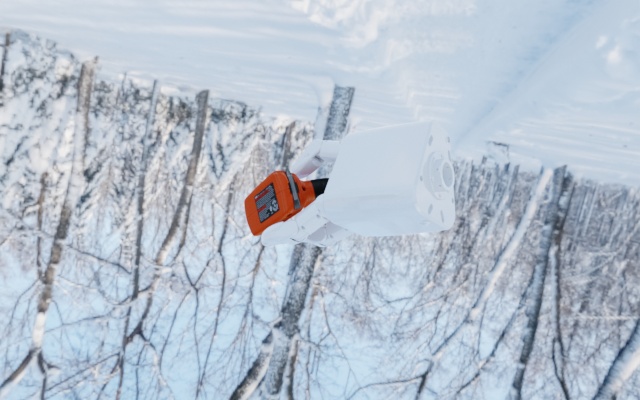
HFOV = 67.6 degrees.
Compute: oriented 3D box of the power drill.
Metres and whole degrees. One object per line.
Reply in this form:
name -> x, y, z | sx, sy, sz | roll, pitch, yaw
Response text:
power drill -> 0.000, 0.002, 0.625 | 0.187, 0.057, 0.184 | -8, -18, -35
